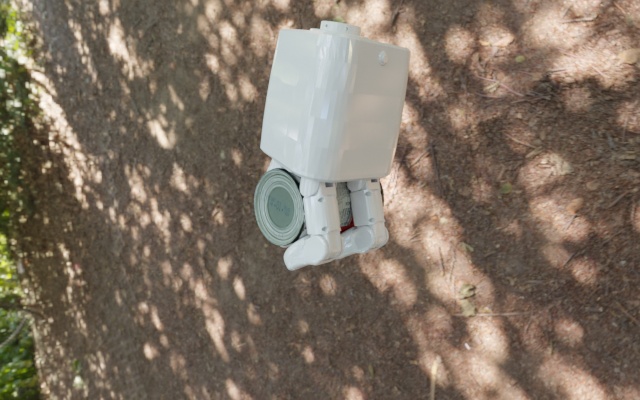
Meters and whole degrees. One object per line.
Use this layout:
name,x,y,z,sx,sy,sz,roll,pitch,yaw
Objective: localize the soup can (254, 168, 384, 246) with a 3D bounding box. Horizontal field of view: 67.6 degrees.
soup can,0.000,0.002,0.433,0.102,0.068,0.068,-7,5,-44
